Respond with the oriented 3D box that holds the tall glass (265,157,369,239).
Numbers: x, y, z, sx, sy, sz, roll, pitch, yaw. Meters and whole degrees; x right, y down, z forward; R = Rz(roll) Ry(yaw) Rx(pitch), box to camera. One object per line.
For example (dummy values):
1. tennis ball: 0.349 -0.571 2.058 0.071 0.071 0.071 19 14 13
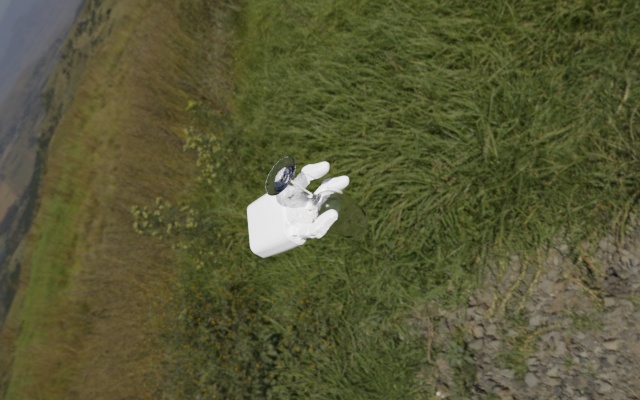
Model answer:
1. tall glass: 0.000 0.003 0.856 0.201 0.079 0.079 32 -20 -35
